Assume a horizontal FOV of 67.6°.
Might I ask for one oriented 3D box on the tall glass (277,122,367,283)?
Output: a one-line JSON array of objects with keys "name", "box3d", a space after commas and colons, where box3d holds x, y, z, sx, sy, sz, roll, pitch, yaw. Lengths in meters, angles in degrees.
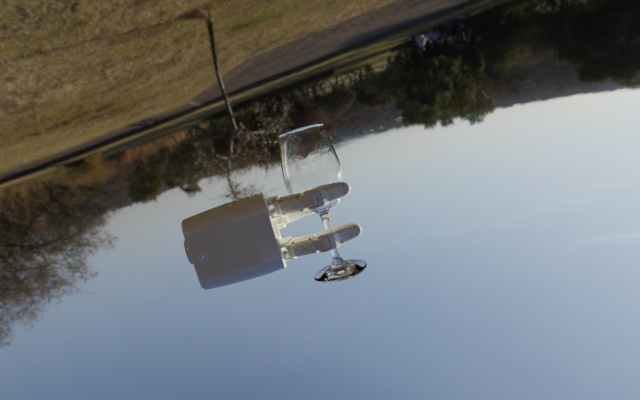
[{"name": "tall glass", "box3d": [0.000, 0.003, 0.630, 0.079, 0.201, 0.079, -15, 10, 3]}]
